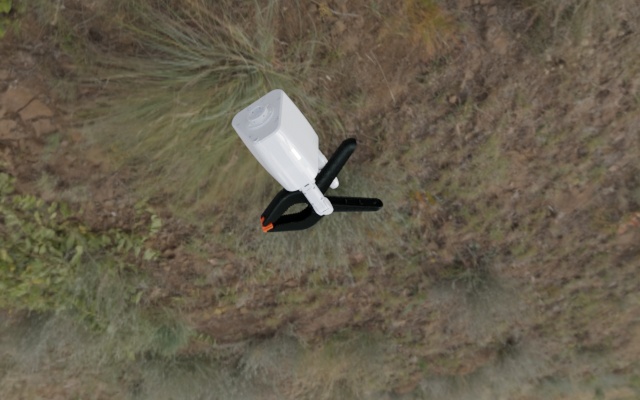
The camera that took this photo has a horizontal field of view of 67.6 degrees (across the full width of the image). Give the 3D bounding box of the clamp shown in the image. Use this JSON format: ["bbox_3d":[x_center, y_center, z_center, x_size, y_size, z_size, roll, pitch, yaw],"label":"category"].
[{"bbox_3d":[0.000,0.003,0.804,0.210,0.036,0.165,-31,-49,9],"label":"clamp"}]
